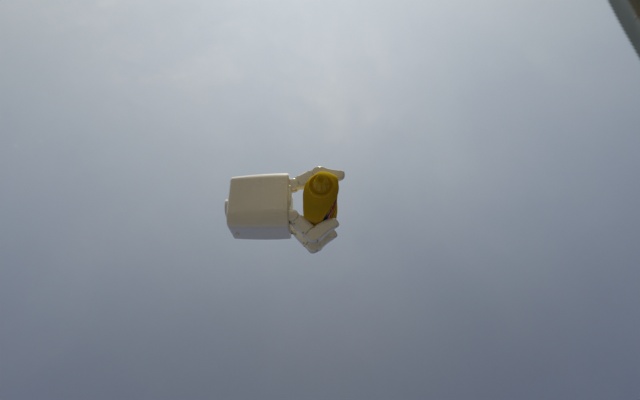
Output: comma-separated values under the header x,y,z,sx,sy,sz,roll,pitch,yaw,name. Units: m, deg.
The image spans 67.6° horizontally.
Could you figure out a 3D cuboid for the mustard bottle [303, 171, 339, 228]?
x,y,z,sx,sy,sz,roll,pitch,yaw,name
0.000,0.003,0.842,0.058,0.096,0.192,21,-21,9,mustard bottle
